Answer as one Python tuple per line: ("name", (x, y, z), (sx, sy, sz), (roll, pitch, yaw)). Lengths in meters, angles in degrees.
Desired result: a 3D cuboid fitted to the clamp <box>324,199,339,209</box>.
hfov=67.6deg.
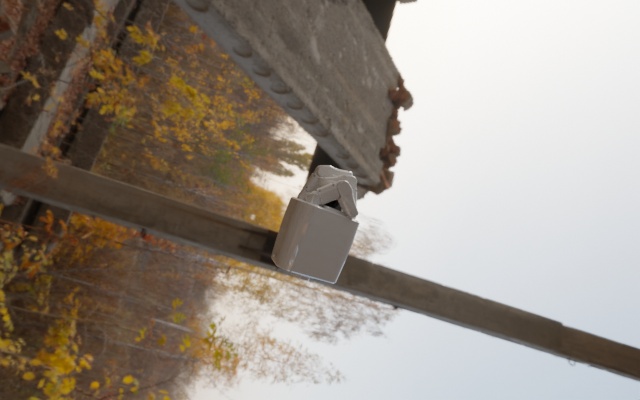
("clamp", (0.001, 0.003, 0.840), (0.039, 0.120, 0.171), (22, -2, -10))
